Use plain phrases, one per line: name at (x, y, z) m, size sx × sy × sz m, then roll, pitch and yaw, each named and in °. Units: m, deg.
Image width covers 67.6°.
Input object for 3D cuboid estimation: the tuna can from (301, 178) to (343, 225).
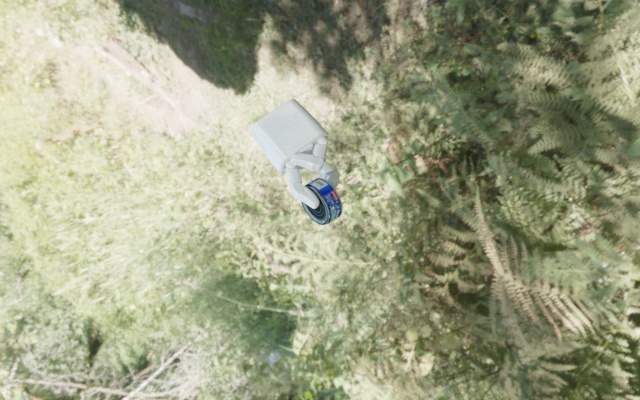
tuna can at (0.000, 0.003, 0.894) m, size 0.033 × 0.086 × 0.086 m, roll -31°, pitch 17°, yaw -30°
